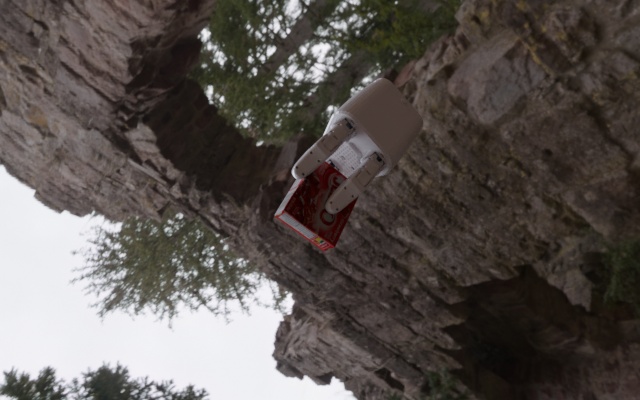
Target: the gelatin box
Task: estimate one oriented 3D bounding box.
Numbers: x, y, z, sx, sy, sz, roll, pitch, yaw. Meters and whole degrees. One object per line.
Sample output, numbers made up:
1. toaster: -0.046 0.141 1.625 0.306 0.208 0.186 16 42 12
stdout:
1. gelatin box: 0.000 0.002 0.555 0.073 0.089 0.030 37 -31 -14
